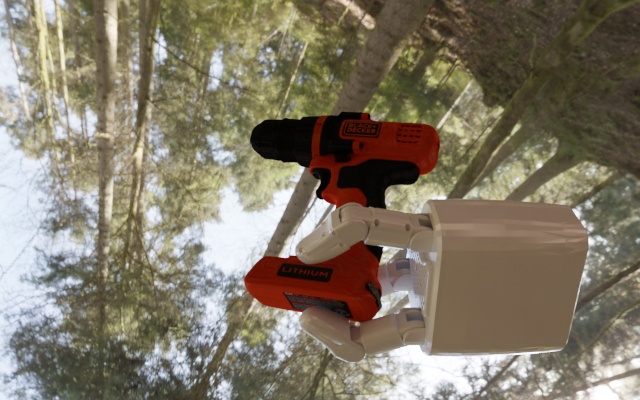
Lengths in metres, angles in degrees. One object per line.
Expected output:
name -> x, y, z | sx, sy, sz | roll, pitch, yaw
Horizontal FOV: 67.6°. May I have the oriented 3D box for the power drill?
power drill -> 0.000, 0.002, 0.416 | 0.184, 0.187, 0.057 | 5, -31, 21
